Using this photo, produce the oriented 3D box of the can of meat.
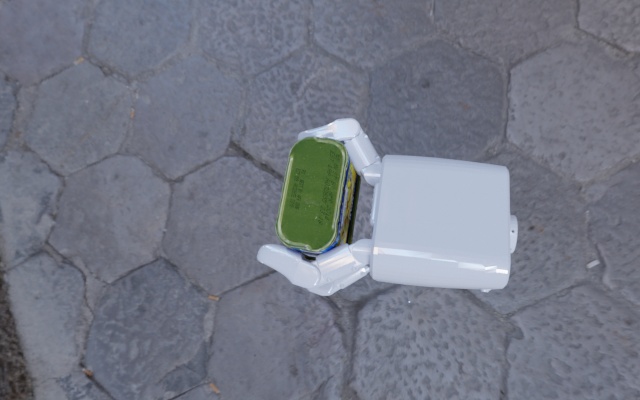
[{"bbox_3d":[0.000,0.001,0.430,0.057,0.102,0.084,7,-10,11],"label":"can of meat"}]
